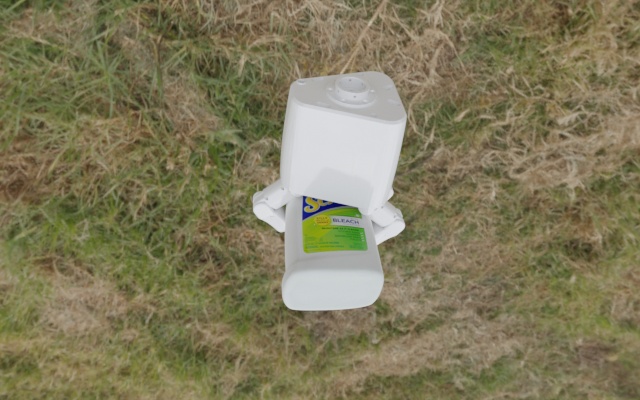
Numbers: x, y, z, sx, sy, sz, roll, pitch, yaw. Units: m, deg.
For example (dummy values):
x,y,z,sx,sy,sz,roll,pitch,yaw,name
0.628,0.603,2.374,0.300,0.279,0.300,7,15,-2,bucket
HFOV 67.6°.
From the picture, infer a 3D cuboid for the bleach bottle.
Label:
x,y,z,sx,sy,sz,roll,pitch,yaw,name
0.000,0.002,0.547,0.102,0.068,0.250,1,44,-10,bleach bottle
